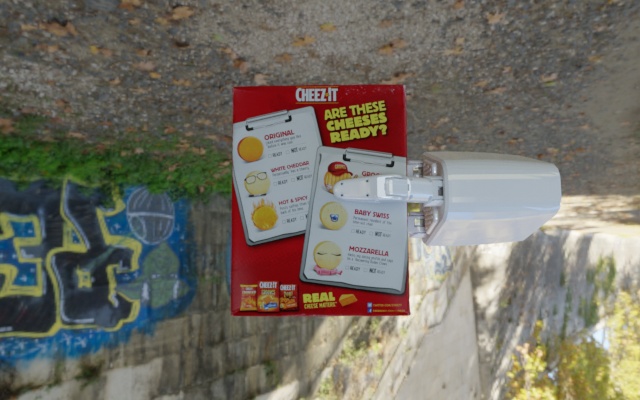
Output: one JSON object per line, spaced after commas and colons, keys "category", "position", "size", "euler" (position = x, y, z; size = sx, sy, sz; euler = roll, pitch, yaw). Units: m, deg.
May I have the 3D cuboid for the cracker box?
{"category": "cracker box", "position": [0.000, 0.002, 0.465], "size": [0.164, 0.213, 0.072], "euler": [-1, -5, 0]}
